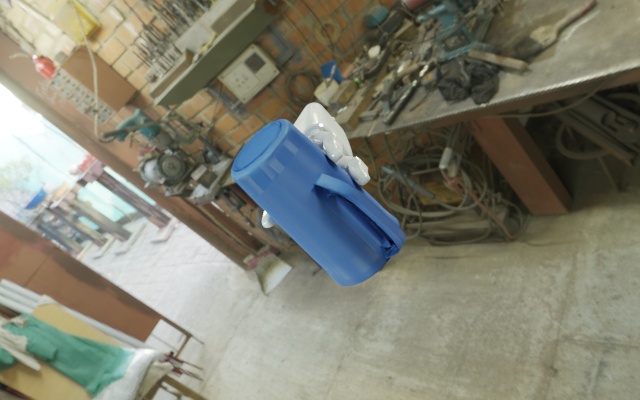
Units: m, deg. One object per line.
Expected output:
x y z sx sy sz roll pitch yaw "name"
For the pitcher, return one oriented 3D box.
0.000 0.002 0.674 0.149 0.243 0.145 -37 27 20 "pitcher"
